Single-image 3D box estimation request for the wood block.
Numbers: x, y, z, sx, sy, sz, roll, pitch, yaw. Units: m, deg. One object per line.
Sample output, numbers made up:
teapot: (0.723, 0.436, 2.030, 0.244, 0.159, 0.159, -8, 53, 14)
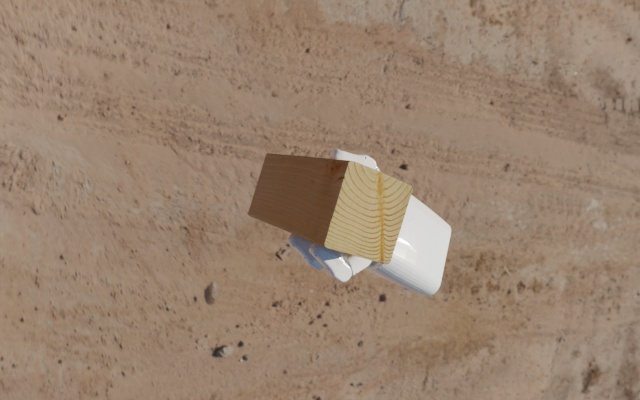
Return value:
wood block: (0.001, 0.002, 0.573, 0.090, 0.091, 0.206, 19, -3, -31)
